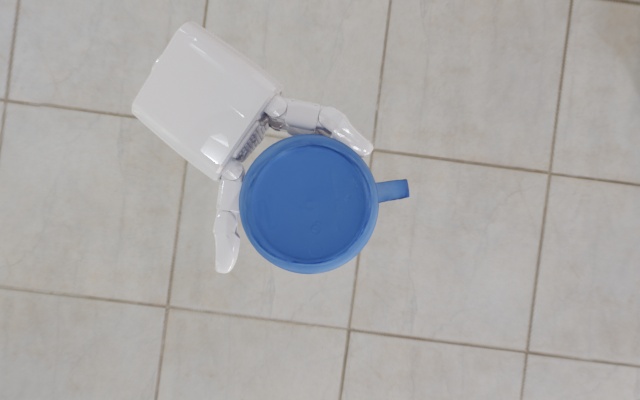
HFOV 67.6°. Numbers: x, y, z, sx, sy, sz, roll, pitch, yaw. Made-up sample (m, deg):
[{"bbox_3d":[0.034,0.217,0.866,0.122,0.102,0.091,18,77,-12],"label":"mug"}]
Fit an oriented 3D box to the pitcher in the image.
[{"bbox_3d":[0.000,0.001,0.476,0.145,0.149,0.243,37,-1,-1],"label":"pitcher"}]
